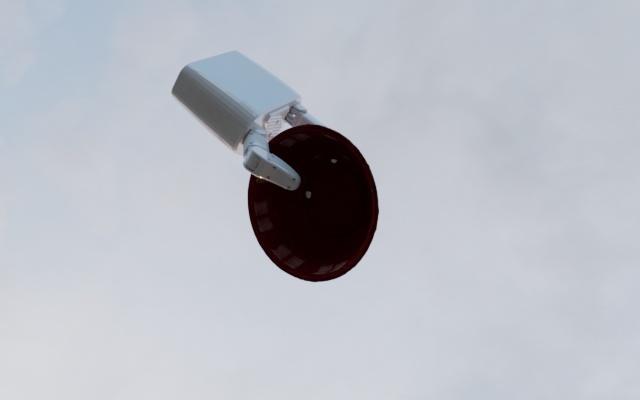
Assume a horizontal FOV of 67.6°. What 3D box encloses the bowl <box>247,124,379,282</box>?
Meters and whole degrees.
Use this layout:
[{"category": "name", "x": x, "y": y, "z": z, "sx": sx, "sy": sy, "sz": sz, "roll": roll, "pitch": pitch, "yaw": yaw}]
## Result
[{"category": "bowl", "x": 0.001, "y": 0.003, "z": 0.508, "sx": 0.162, "sy": 0.162, "sz": 0.055, "roll": 0, "pitch": 5, "yaw": 33}]
